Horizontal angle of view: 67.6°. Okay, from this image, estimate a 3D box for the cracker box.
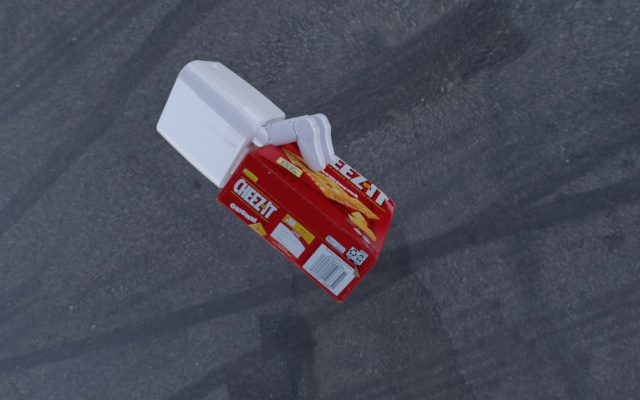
[{"bbox_3d":[0.000,0.002,0.557,0.164,0.072,0.213,39,19,2],"label":"cracker box"}]
